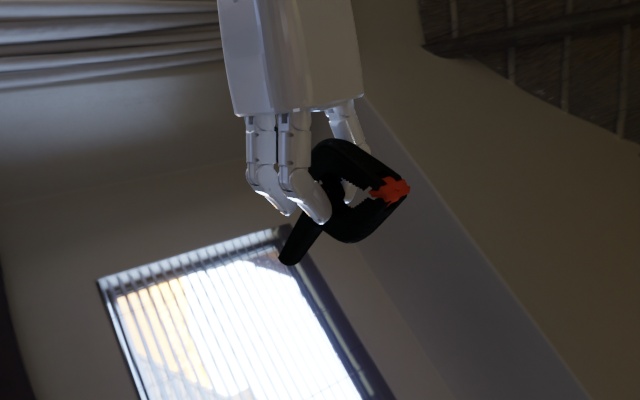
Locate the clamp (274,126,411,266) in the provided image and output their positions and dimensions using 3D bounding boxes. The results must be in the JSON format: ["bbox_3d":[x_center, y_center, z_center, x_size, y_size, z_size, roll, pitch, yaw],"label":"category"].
[{"bbox_3d":[0.001,0.001,0.453,0.036,0.164,0.210,-20,18,-33],"label":"clamp"}]
